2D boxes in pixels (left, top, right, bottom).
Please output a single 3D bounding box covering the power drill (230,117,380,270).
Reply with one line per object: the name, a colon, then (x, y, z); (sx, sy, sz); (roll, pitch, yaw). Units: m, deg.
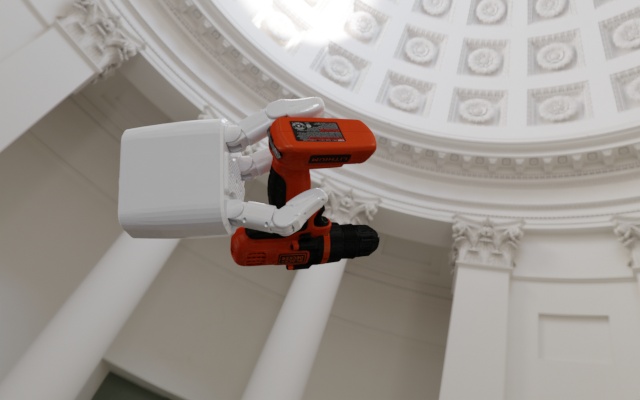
power drill: (0.000, 0.001, 0.528); (0.184, 0.188, 0.057); (-2, 41, -21)
